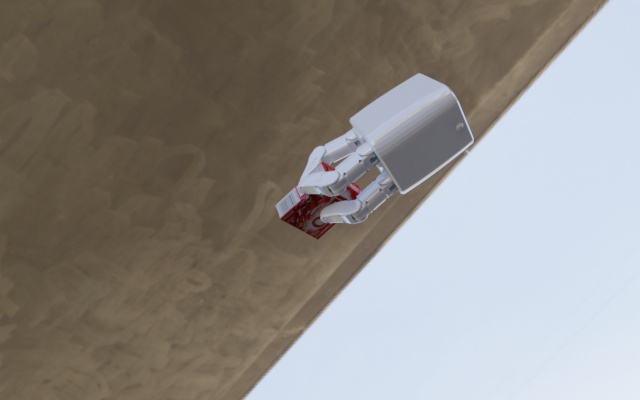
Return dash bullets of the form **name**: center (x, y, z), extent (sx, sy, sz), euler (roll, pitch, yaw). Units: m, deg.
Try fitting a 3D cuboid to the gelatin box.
- **gelatin box**: center (0.000, 0.002, 0.605), extent (0.089, 0.030, 0.073), euler (-42, -47, 18)
